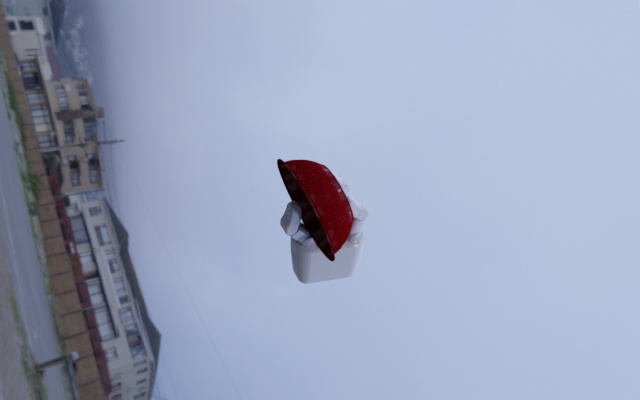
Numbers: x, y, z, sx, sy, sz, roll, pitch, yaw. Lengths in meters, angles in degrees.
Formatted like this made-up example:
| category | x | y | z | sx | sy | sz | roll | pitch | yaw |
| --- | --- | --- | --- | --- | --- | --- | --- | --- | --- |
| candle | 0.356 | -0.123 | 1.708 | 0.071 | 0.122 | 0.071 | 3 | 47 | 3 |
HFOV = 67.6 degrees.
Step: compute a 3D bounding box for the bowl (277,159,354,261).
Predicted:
| category | x | y | z | sx | sy | sz | roll | pitch | yaw |
| --- | --- | --- | --- | --- | --- | --- | --- | --- | --- |
| bowl | 0.000 | 0.001 | 0.668 | 0.055 | 0.162 | 0.162 | -29 | 5 | -9 |
